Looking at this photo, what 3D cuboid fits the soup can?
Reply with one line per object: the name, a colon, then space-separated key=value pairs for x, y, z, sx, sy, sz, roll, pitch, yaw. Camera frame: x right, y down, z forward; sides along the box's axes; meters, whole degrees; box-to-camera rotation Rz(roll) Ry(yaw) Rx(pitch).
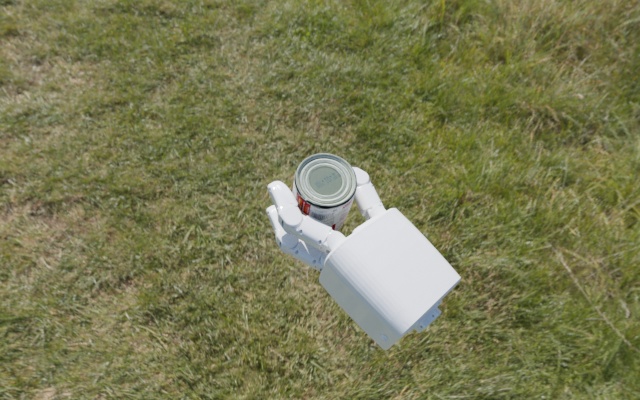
soup can: x=0.000 y=0.001 z=0.539 sx=0.068 sy=0.068 sz=0.102 roll=0 pitch=-28 yaw=-7
